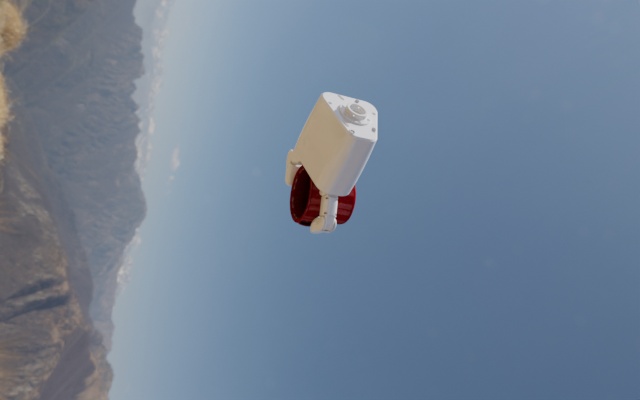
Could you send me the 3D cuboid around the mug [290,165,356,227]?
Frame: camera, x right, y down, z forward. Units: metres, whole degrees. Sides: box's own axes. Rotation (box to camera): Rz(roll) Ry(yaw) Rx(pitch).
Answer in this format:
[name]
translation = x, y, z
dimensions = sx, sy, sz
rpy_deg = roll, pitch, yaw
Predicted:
[mug]
translation = 0.000, 0.004, 0.772
dimensions = 0.081, 0.093, 0.117
rpy_deg = 8, -48, -22
